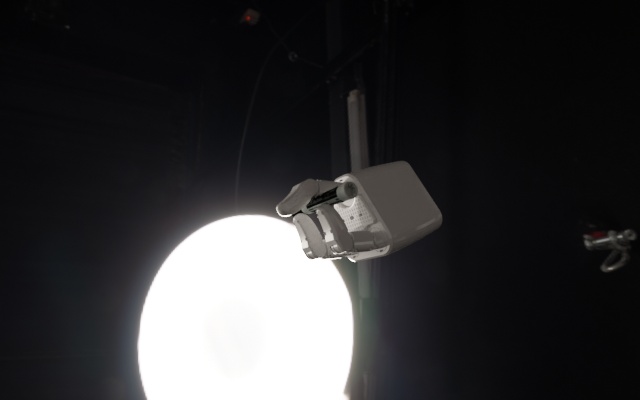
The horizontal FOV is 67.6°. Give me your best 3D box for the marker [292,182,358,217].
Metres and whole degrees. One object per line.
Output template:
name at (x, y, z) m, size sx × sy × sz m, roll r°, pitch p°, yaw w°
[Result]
marker at (0.000, 0.002, 0.561) m, size 0.020 × 0.020 × 0.121 m, roll 0°, pitch -13°, yaw -34°
